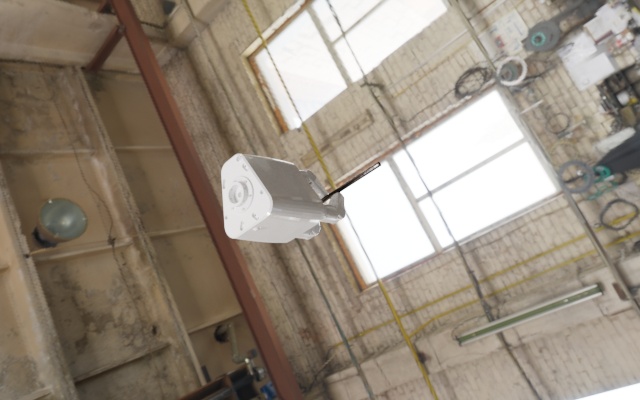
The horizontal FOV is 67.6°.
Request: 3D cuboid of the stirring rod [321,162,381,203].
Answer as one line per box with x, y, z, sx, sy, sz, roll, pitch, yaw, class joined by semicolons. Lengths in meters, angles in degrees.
0.000;0.002;0.765;0.239;0.011;0.011;-33;-18;30;stirring rod
